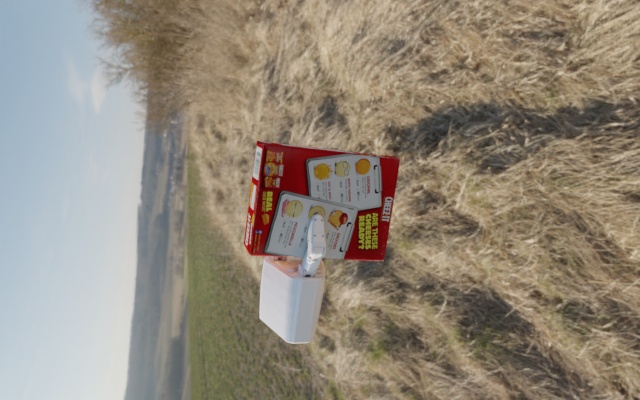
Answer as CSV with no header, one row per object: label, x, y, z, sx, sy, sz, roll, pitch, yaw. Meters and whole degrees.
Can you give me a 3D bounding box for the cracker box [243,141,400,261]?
cracker box,0.000,0.002,0.726,0.214,0.164,0.072,4,11,-20
